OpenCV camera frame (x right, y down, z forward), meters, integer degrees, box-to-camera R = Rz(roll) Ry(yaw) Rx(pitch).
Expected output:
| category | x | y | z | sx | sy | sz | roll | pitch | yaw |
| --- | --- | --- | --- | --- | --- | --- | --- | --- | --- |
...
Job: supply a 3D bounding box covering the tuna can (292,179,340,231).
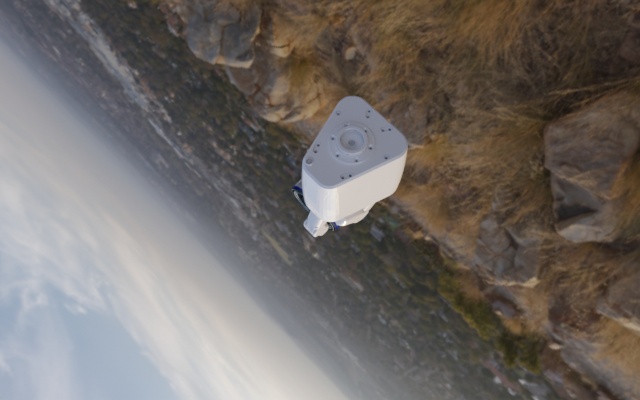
| category | x | y | z | sx | sy | sz | roll | pitch | yaw |
| --- | --- | --- | --- | --- | --- | --- | --- | --- | --- |
| tuna can | 0.000 | 0.003 | 0.670 | 0.086 | 0.033 | 0.086 | 43 | -11 | 10 |
